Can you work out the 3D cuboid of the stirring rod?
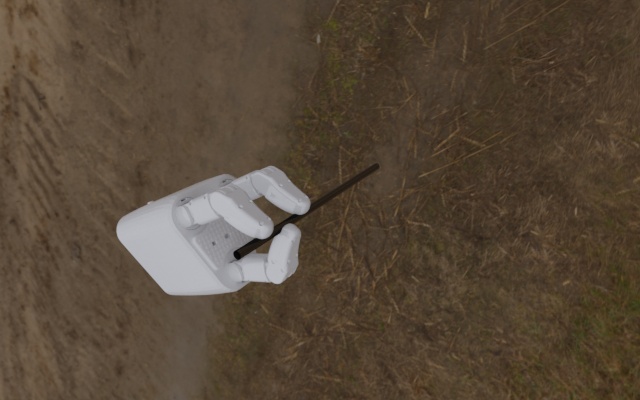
[{"bbox_3d":[0.000,0.002,0.465,0.011,0.011,0.239,0,20,35],"label":"stirring rod"}]
